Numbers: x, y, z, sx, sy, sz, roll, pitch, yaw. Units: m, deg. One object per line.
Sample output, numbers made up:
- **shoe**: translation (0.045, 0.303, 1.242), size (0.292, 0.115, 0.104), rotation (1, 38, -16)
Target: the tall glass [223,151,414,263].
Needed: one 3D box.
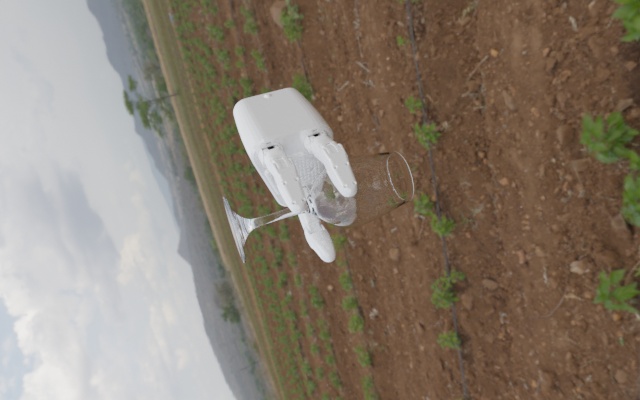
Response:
- **tall glass**: translation (0.000, 0.002, 0.527), size (0.201, 0.079, 0.079), rotation (-17, 4, -13)
